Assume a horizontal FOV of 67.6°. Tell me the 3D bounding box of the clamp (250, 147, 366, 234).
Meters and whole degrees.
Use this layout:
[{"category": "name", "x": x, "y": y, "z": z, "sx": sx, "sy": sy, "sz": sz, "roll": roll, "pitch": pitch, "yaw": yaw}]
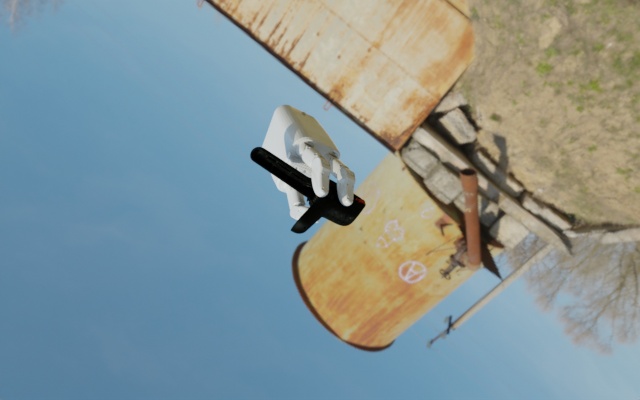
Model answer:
[{"category": "clamp", "x": 0.000, "y": 0.003, "z": 0.727, "sx": 0.210, "sy": 0.164, "sz": 0.036, "roll": 19, "pitch": -57, "yaw": -41}]
